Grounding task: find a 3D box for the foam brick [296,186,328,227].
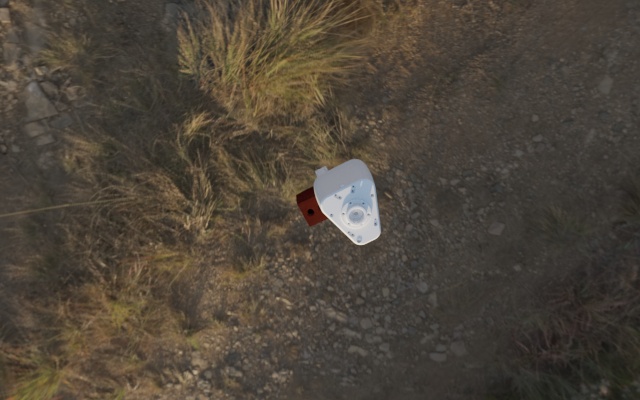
[{"bbox_3d":[0.000,0.003,0.876,0.078,0.053,0.051,-26,21,5],"label":"foam brick"}]
